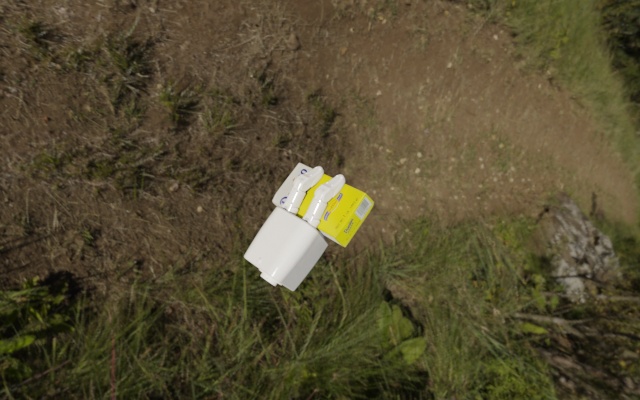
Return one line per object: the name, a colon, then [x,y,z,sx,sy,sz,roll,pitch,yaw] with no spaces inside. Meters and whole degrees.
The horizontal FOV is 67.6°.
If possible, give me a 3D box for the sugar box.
sugar box: [0.000,0.003,0.843,0.176,0.093,0.048,27,-13,40]
